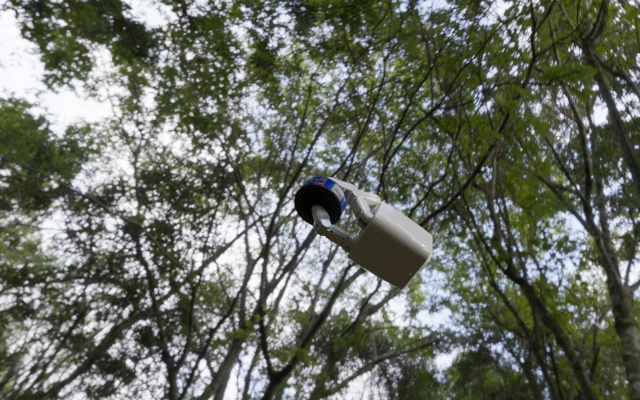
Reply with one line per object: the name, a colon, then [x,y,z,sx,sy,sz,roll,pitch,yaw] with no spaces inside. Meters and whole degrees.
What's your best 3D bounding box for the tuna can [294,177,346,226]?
tuna can: [0.000,0.002,0.819,0.086,0.086,0.033,0,30,23]
